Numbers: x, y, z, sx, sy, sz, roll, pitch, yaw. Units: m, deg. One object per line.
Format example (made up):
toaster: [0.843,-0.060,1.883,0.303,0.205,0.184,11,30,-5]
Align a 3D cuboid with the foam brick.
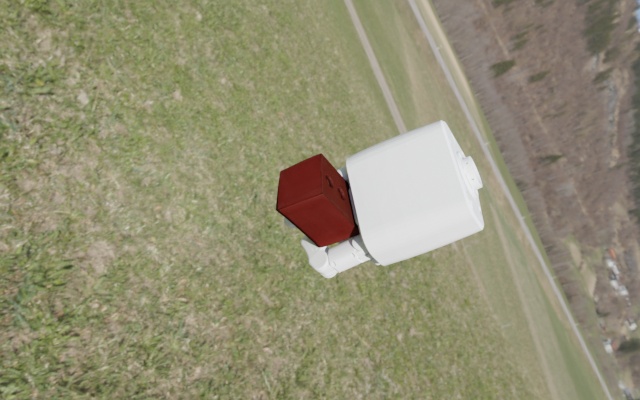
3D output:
foam brick: [0.000,0.002,0.475,0.051,0.053,0.078,-22,-44,25]
